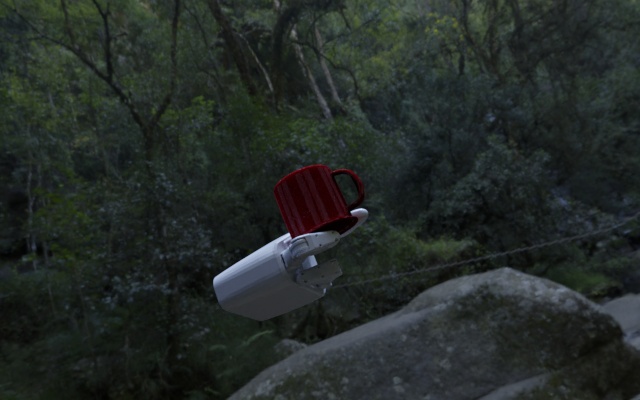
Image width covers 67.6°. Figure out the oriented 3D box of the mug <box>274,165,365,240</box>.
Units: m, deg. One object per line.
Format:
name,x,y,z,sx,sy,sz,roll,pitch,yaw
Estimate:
mug,0.001,0.001,0.609,0.117,0.081,0.093,-29,-18,18
